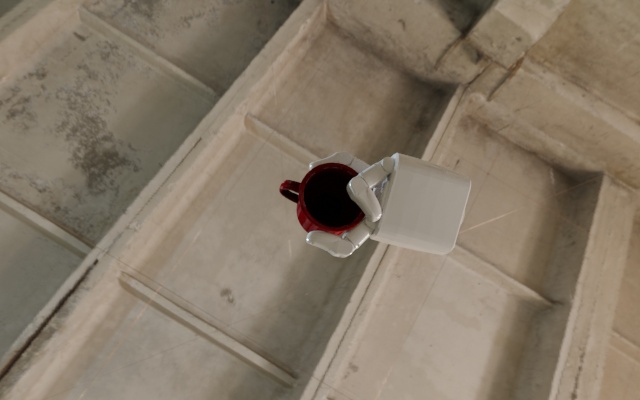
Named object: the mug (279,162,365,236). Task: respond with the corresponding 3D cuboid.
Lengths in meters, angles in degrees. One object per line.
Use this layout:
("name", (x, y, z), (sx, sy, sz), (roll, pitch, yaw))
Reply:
("mug", (-0.001, 0.002, 0.648), (0.117, 0.093, 0.081), (17, -18, -5))
